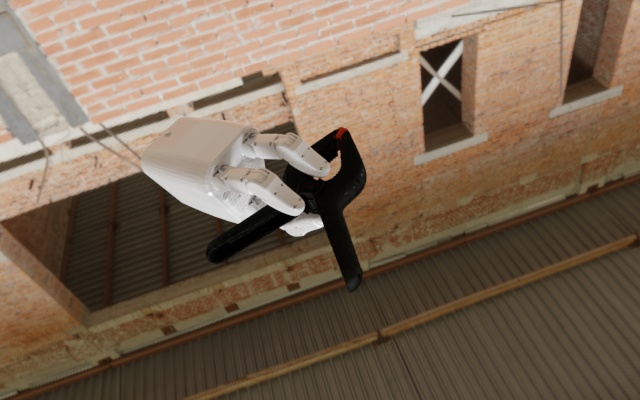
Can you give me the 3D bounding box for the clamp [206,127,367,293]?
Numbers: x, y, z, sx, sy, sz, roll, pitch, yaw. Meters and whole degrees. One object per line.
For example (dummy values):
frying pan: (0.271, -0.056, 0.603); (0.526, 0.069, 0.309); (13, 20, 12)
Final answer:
clamp: (0.000, 0.002, 0.500); (0.164, 0.210, 0.036); (14, -37, 28)
